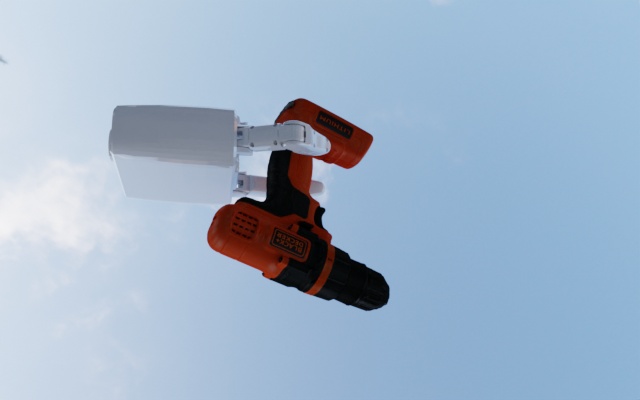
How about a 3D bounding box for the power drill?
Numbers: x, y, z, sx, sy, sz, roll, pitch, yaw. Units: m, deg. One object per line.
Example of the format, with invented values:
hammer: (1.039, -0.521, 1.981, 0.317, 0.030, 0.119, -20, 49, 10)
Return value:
power drill: (0.000, 0.001, 0.477, 0.184, 0.187, 0.057, 26, -35, -18)
